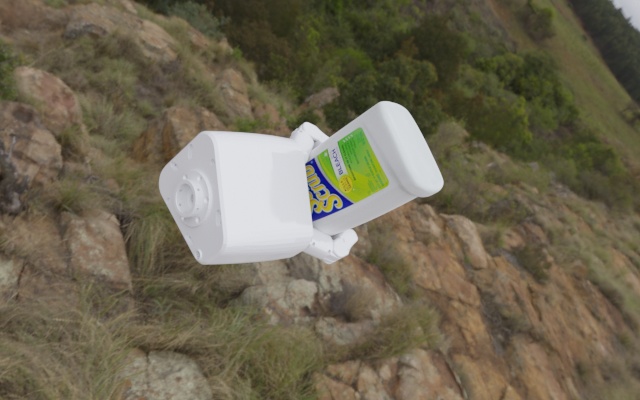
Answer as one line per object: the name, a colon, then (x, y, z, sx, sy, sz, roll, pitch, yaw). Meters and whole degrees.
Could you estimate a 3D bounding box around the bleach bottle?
bleach bottle: (0.000, 0.002, 0.517, 0.251, 0.102, 0.068, -33, -19, 34)
